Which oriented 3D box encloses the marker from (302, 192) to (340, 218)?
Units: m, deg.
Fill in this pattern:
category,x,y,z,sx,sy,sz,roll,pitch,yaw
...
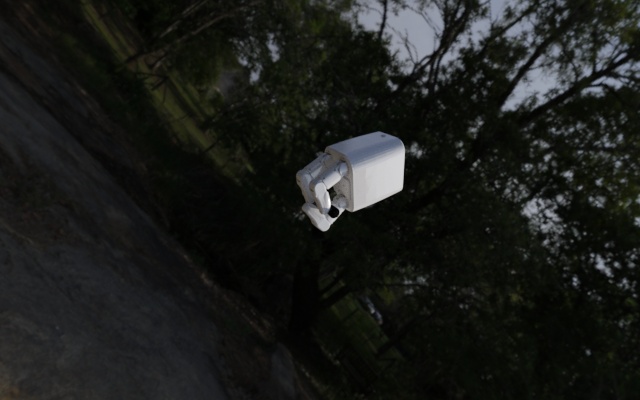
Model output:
category,x,y,z,sx,sy,sz,roll,pitch,yaw
marker,0.000,0.003,0.817,0.020,0.020,0.121,0,19,-26
